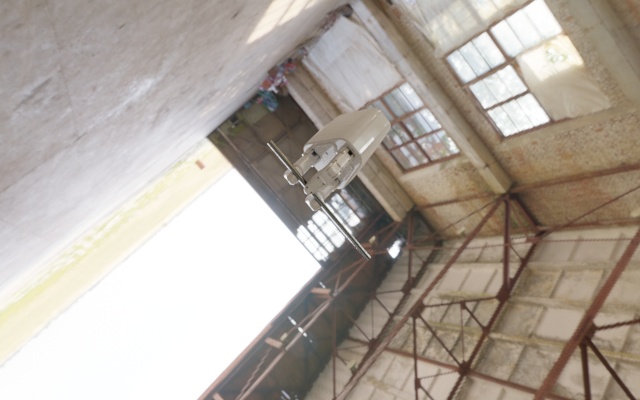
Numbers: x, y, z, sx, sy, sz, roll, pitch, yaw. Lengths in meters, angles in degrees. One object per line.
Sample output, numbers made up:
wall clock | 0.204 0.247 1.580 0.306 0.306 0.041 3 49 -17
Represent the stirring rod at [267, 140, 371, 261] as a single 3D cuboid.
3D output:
stirring rod | 0.000 0.002 0.736 0.011 0.239 0.011 -39 10 8
